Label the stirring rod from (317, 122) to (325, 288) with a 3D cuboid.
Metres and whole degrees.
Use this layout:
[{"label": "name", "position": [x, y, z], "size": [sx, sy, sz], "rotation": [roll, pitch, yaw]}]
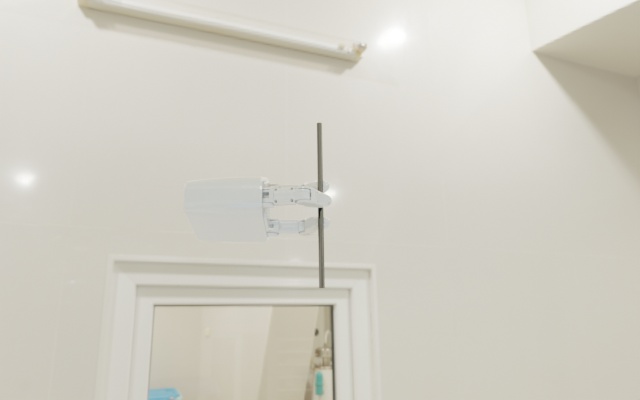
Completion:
[{"label": "stirring rod", "position": [0.000, 0.002, 0.678], "size": [0.011, 0.239, 0.011], "rotation": [-1, -15, 0]}]
